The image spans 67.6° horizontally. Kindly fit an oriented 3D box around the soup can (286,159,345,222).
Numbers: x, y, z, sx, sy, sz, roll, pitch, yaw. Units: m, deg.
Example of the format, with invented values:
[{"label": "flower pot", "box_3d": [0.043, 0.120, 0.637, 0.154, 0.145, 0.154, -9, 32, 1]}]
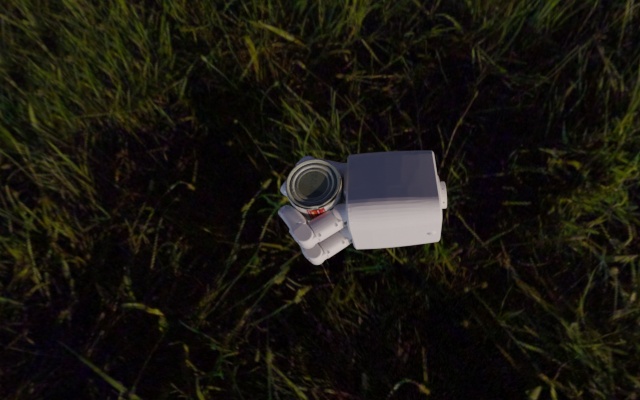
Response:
[{"label": "soup can", "box_3d": [0.000, 0.002, 0.596, 0.068, 0.068, 0.102, 0, -26, 11]}]
